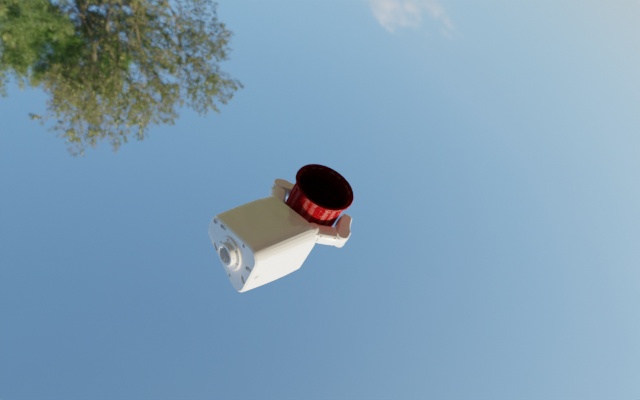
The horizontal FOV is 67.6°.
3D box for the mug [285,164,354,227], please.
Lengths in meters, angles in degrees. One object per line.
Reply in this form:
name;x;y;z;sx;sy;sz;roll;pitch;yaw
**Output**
mug;0.001;0.002;0.736;0.117;0.093;0.081;-18;-29;-41
